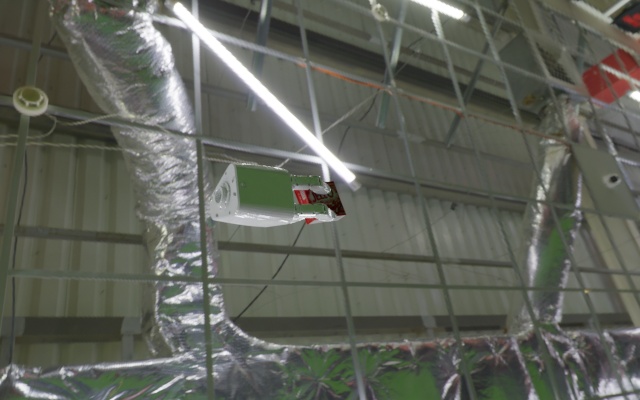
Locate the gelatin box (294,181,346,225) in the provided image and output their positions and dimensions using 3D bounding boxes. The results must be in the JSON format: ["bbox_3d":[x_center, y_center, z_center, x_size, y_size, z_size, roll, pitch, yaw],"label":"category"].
[{"bbox_3d":[0.000,0.003,0.898,0.089,0.073,0.030,-5,-20,-46],"label":"gelatin box"}]
